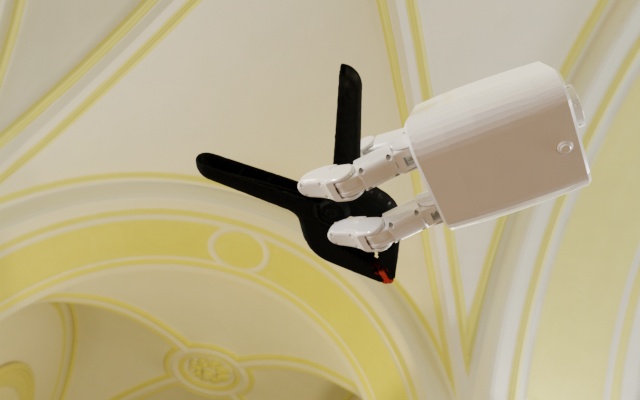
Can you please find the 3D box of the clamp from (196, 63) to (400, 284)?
[{"bbox_3d":[0.001,0.001,0.432,0.164,0.210,0.036,-20,30,22],"label":"clamp"}]
